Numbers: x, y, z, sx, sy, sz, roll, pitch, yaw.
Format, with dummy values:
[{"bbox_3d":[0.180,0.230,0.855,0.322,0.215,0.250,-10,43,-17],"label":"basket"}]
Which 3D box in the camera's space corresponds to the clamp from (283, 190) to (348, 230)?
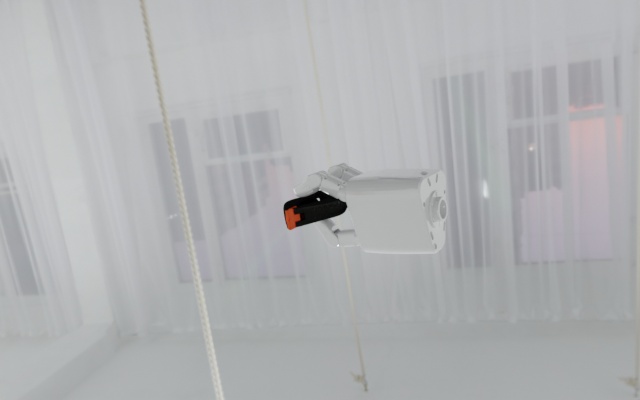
[{"bbox_3d":[0.000,0.003,0.718,0.164,0.036,0.210,-2,12,36],"label":"clamp"}]
